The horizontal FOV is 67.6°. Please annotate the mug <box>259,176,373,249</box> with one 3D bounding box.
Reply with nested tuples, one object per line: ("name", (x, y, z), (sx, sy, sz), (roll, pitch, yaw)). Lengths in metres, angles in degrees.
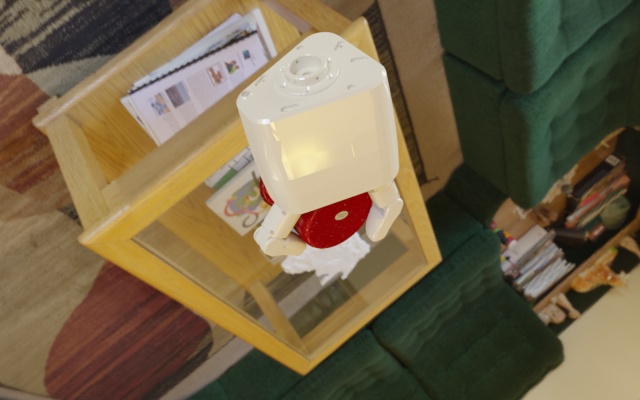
("mug", (0.000, 0.003, 0.490), (0.093, 0.117, 0.081), (-32, 52, -13))
